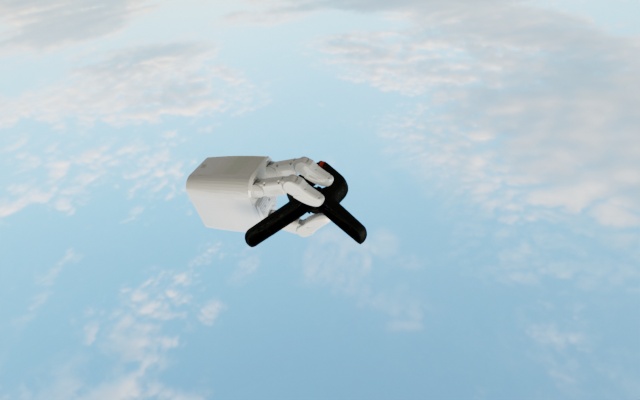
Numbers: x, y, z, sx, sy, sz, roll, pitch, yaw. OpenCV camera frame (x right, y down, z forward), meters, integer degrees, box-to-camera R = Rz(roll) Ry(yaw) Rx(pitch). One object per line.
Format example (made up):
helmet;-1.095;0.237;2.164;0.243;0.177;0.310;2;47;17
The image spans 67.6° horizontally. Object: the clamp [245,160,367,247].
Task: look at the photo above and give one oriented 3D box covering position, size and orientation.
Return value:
clamp;0.000;0.003;0.700;0.164;0.036;0.210;2;33;16
